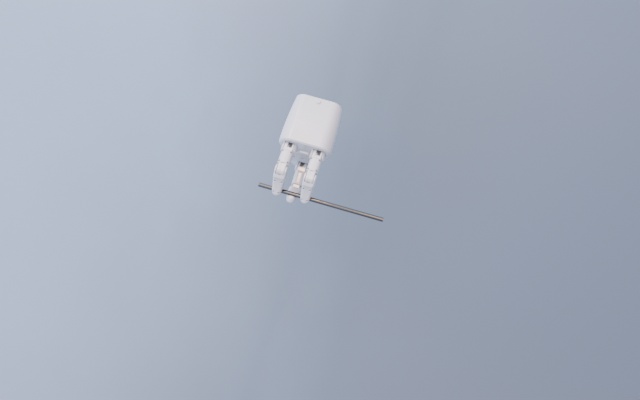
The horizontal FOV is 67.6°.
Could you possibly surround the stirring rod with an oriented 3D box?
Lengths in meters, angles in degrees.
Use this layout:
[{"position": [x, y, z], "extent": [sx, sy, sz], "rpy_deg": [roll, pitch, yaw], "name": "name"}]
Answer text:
[{"position": [0.000, 0.003, 0.889], "extent": [0.239, 0.011, 0.011], "rpy_deg": [16, 1, 3], "name": "stirring rod"}]
